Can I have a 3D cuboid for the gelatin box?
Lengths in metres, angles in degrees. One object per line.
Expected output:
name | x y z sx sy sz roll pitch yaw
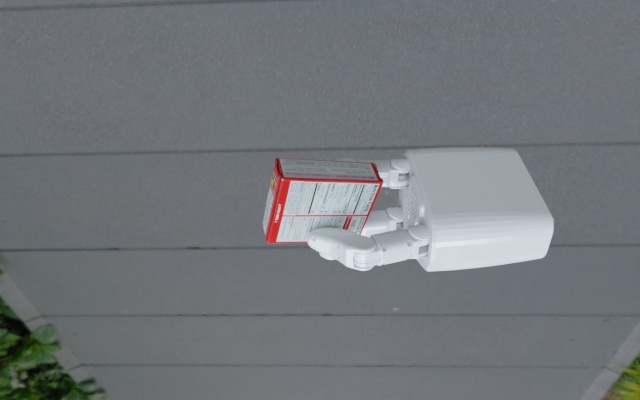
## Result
gelatin box | 0.000 0.002 0.407 0.089 0.073 0.030 0 43 -19
